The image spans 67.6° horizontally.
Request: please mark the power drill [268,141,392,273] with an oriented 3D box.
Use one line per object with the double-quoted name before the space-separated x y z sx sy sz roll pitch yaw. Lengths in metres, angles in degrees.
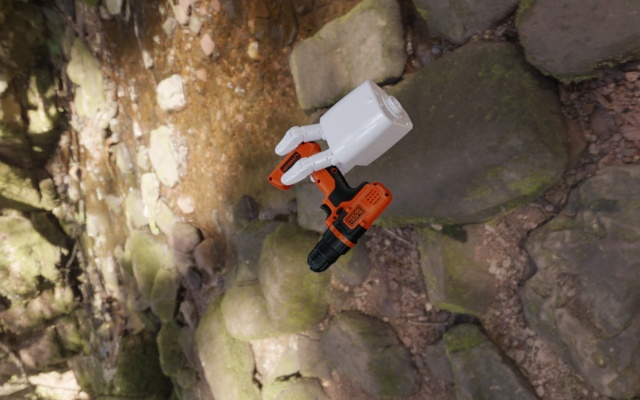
"power drill" 0.000 0.002 0.808 0.187 0.184 0.057 44 5 17
